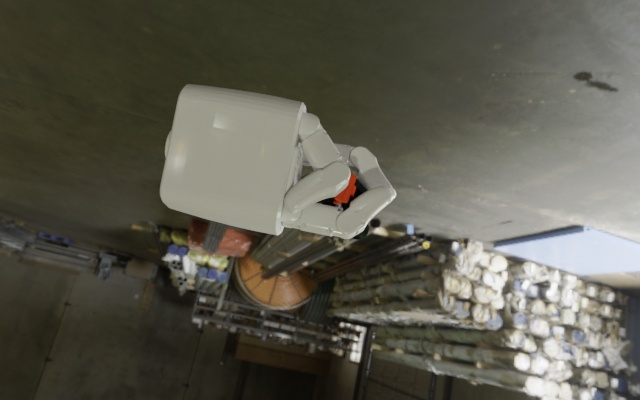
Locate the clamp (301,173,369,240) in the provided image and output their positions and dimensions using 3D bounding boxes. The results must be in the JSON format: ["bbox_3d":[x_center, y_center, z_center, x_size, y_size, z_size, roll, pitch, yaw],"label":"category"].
[{"bbox_3d":[0.000,0.002,0.501,0.120,0.039,0.171,12,-16,2],"label":"clamp"}]
